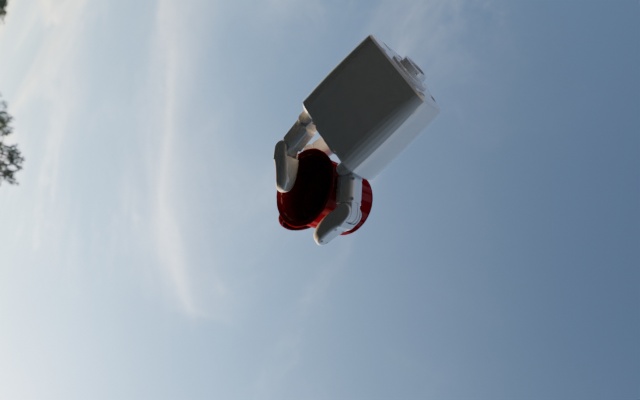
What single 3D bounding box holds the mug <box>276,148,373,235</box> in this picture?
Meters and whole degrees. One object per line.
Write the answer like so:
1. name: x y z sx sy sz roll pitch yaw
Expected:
1. mug: -0.001 0.003 0.574 0.081 0.093 0.117 20 -51 -43
